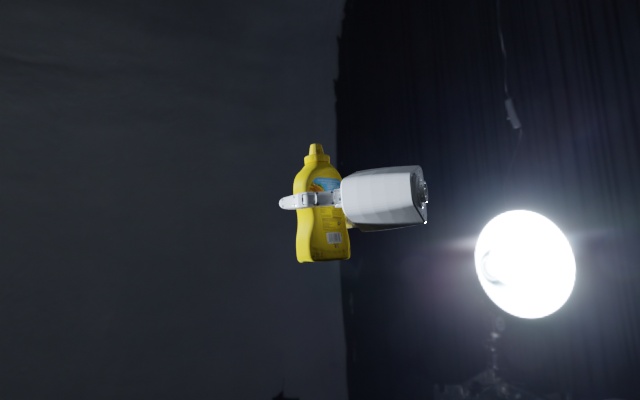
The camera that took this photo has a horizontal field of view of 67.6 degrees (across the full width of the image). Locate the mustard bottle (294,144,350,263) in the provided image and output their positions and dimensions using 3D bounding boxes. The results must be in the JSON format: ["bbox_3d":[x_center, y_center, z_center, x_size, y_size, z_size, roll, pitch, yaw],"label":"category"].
[{"bbox_3d":[0.000,0.003,0.773,0.096,0.191,0.058,3,-10,-43],"label":"mustard bottle"}]
